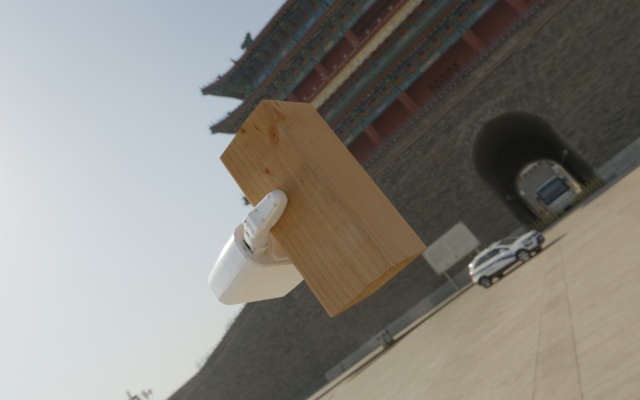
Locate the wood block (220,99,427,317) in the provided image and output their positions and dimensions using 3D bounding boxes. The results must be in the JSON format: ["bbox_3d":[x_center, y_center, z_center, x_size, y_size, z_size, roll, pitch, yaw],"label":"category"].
[{"bbox_3d":[0.000,0.002,0.497,0.090,0.206,0.091,-47,-18,30],"label":"wood block"}]
